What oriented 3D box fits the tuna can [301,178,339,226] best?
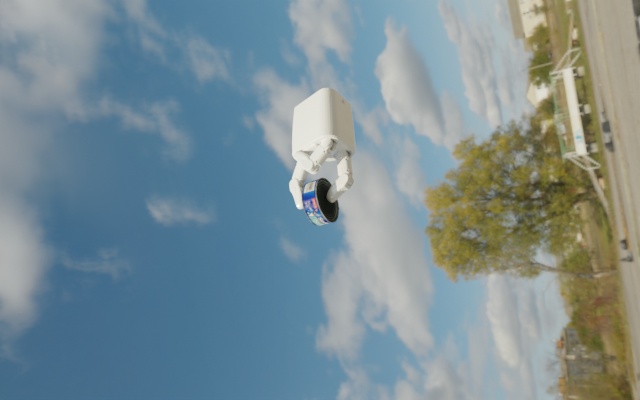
[{"bbox_3d":[0.000,0.003,0.887,0.034,0.086,0.086,-16,-7,26],"label":"tuna can"}]
